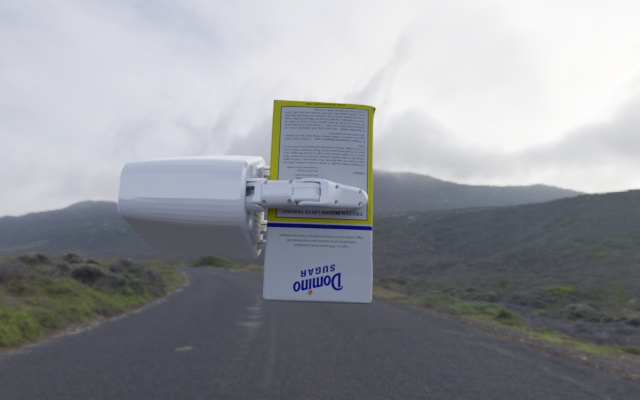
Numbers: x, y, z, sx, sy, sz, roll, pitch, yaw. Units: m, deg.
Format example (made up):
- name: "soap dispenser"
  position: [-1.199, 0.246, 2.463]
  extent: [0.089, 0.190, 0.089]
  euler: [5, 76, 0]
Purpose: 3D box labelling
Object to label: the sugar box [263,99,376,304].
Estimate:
- name: "sugar box"
  position: [0.000, 0.001, 0.427]
  extent: [0.093, 0.176, 0.048]
  euler: [3, -8, 0]
